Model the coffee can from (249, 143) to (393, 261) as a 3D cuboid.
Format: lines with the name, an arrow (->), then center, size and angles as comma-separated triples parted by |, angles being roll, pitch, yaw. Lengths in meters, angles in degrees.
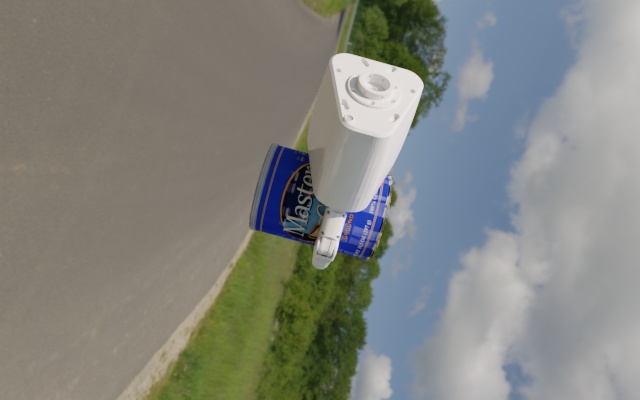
coffee can -> 0.000, 0.002, 0.548 | 0.140, 0.103, 0.103 | 15, 0, -1
